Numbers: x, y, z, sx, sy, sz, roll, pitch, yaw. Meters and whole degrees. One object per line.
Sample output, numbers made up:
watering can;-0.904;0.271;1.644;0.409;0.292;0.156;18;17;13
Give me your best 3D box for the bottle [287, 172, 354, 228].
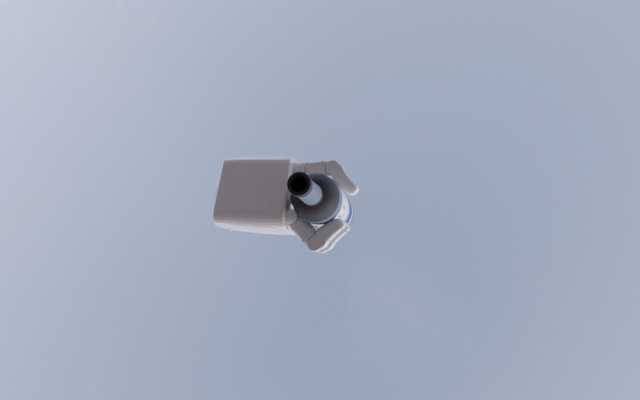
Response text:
bottle;0.000;0.002;0.673;0.069;0.069;0.296;0;-8;10
